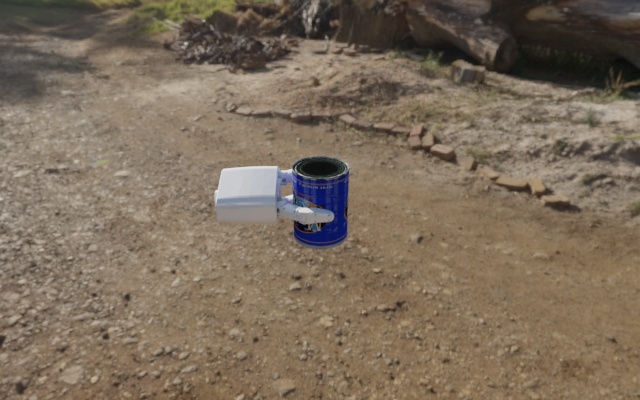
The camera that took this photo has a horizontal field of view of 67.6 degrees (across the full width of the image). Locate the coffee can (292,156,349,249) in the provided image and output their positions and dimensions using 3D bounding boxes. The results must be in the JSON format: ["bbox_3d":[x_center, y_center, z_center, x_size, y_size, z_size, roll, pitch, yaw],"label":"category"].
[{"bbox_3d":[0.000,0.003,0.871,0.103,0.140,0.102,0,27,0],"label":"coffee can"}]
